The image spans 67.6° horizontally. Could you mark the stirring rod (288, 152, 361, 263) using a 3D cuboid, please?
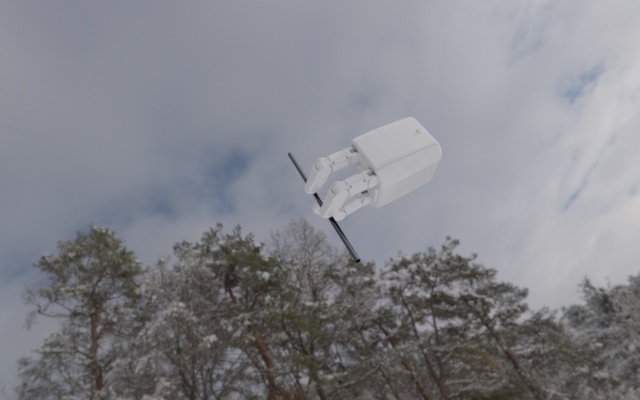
[{"bbox_3d":[0.000,0.002,0.723,0.011,0.011,0.239,0,42,-35],"label":"stirring rod"}]
